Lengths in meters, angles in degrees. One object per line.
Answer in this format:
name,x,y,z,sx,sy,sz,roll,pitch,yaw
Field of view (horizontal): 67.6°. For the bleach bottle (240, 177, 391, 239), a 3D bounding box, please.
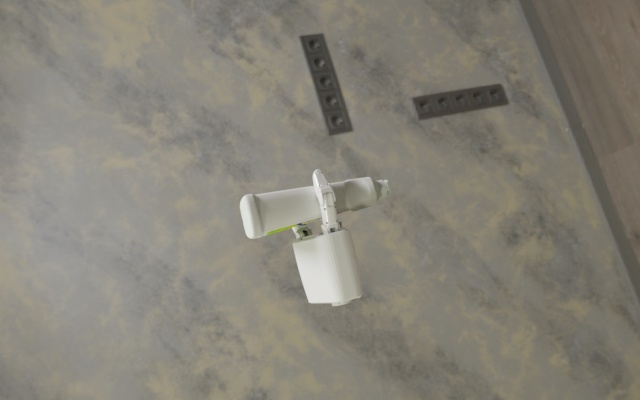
bleach bottle,0.000,0.003,0.781,0.251,0.068,0.102,-12,-4,-16
